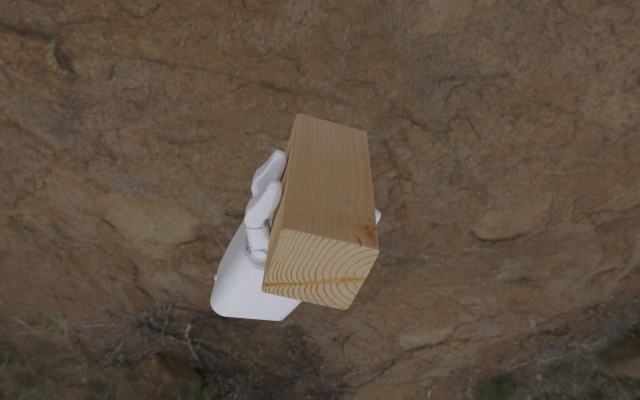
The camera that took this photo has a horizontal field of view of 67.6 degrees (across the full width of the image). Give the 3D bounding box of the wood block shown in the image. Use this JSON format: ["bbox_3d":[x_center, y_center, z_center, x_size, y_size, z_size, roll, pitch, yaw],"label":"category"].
[{"bbox_3d":[0.000,0.002,0.517,0.091,0.090,0.206,14,37,-10],"label":"wood block"}]
